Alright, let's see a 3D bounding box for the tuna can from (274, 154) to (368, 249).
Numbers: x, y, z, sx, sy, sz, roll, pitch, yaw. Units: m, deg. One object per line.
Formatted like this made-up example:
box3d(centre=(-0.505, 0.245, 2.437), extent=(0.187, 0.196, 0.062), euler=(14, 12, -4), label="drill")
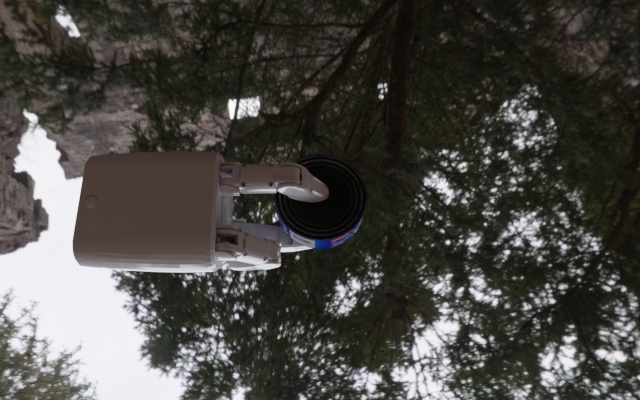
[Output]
box3d(centre=(0.000, 0.002, 0.450), extent=(0.086, 0.086, 0.034), euler=(0, -23, -1), label="tuna can")
